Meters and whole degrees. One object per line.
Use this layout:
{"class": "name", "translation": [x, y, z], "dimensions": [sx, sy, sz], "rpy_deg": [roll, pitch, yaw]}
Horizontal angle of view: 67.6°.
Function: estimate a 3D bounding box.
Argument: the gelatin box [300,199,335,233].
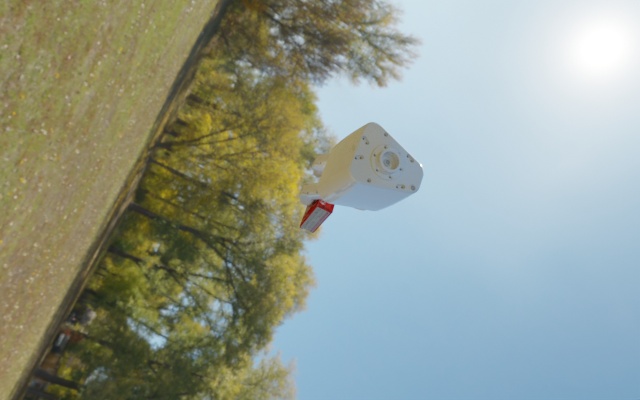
{"class": "gelatin box", "translation": [0.000, 0.003, 0.790], "dimensions": [0.030, 0.073, 0.089], "rpy_deg": [24, -33, -10]}
